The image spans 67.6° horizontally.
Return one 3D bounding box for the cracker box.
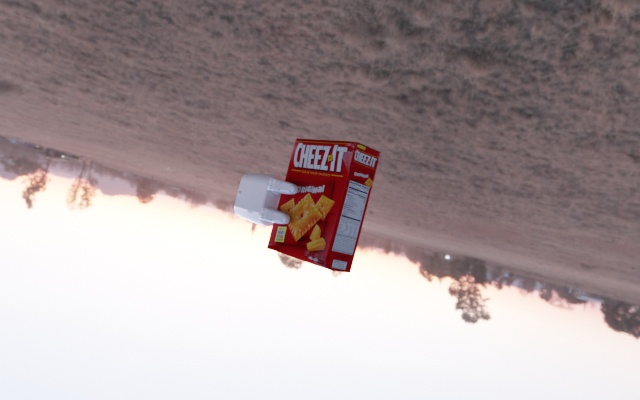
[{"bbox_3d":[0.000,0.003,0.840,0.072,0.213,0.164,17,-4,-42],"label":"cracker box"}]
